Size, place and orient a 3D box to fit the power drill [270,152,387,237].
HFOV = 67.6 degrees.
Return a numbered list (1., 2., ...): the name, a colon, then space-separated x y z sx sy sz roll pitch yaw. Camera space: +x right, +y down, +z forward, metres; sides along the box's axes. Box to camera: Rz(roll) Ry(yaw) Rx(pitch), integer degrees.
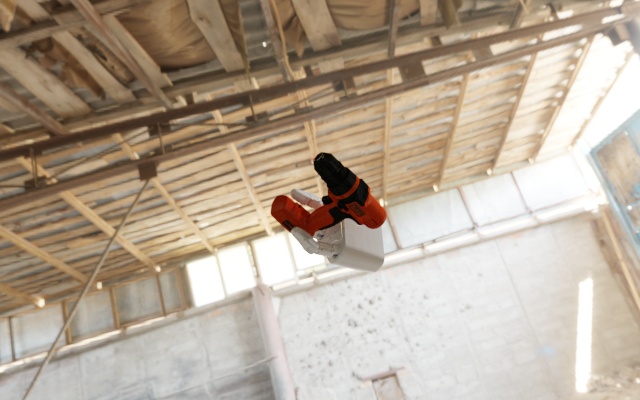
1. power drill: 0.000 0.003 0.863 0.188 0.057 0.184 -19 -52 37
